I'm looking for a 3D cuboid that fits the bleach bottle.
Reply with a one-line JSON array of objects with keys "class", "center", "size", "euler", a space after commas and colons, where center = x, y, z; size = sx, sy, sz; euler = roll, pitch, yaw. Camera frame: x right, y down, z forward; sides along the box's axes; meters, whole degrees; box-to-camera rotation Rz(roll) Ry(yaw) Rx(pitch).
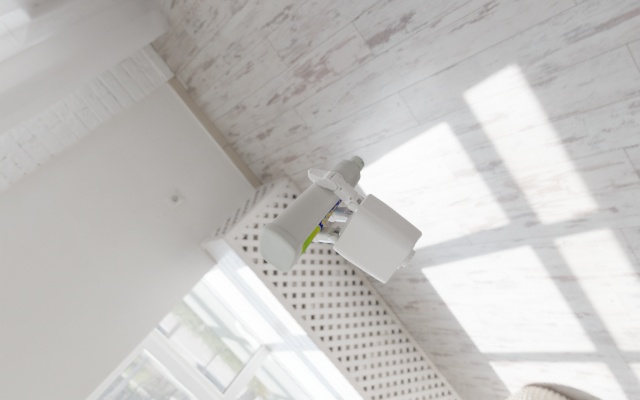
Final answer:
[{"class": "bleach bottle", "center": [0.000, 0.003, 0.798], "size": [0.068, 0.250, 0.103], "euler": [36, -34, 10]}]
